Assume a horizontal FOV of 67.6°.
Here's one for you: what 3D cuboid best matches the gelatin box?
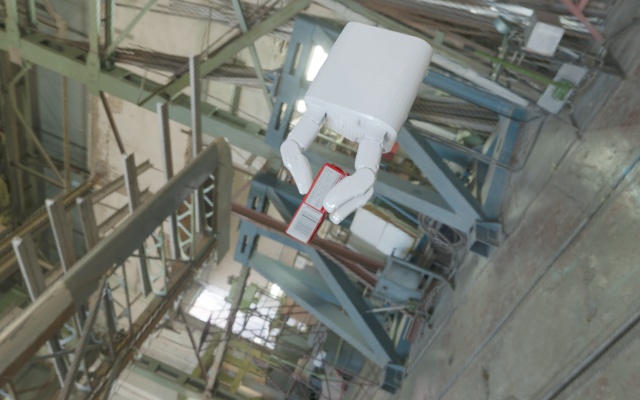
[{"bbox_3d":[0.000,0.002,0.535,0.030,0.089,0.073,31,5,4],"label":"gelatin box"}]
